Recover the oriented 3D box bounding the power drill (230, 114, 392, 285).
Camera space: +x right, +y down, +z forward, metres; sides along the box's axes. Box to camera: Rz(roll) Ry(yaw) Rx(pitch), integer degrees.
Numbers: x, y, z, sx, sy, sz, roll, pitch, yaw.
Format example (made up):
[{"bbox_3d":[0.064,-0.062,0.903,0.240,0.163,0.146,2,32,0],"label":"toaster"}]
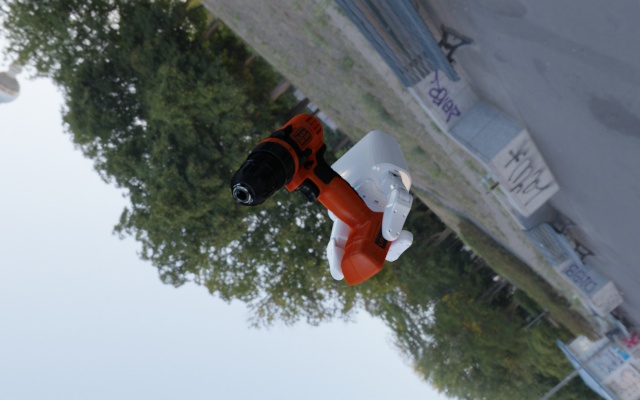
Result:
[{"bbox_3d":[0.000,0.002,0.533,0.057,0.188,0.184,-32,13,35],"label":"power drill"}]
